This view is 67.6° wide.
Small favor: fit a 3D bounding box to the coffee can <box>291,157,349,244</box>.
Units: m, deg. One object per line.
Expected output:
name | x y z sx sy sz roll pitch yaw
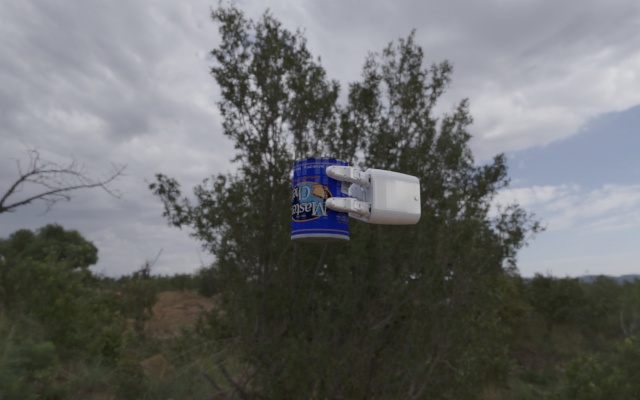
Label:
coffee can | 0.000 0.003 0.855 0.103 0.140 0.103 1 -11 0
